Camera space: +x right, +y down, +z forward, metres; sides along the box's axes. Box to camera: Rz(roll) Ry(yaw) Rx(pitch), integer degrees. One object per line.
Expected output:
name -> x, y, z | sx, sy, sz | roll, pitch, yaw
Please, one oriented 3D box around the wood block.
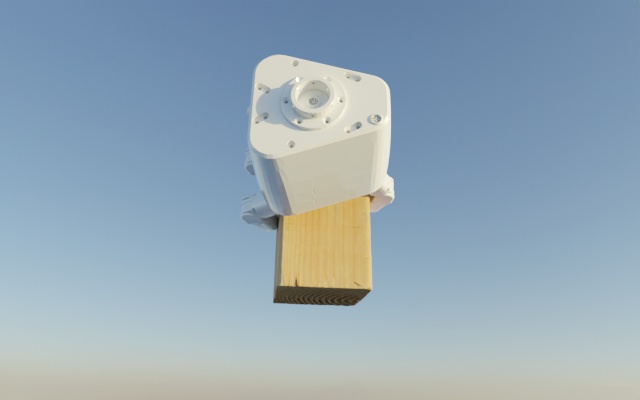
wood block -> 0.000, 0.001, 0.513 | 0.091, 0.206, 0.090 | 4, -23, -7
